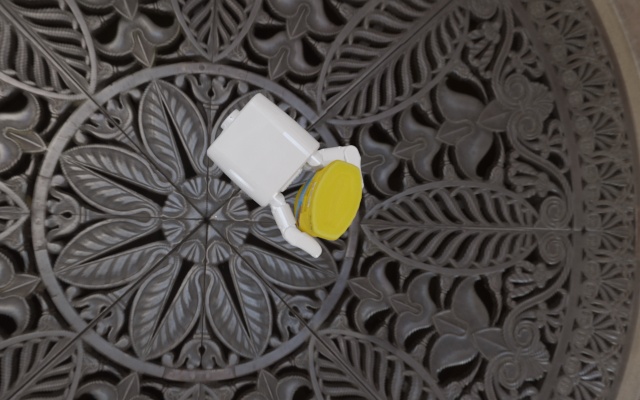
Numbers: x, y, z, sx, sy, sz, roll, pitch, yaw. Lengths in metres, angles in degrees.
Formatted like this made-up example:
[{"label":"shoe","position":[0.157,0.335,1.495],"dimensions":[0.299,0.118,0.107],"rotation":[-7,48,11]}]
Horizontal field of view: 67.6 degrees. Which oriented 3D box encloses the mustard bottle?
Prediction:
[{"label":"mustard bottle","position":[0.000,0.002,0.654],"dimensions":[0.058,0.096,0.191],"rotation":[17,-6,-11]}]
